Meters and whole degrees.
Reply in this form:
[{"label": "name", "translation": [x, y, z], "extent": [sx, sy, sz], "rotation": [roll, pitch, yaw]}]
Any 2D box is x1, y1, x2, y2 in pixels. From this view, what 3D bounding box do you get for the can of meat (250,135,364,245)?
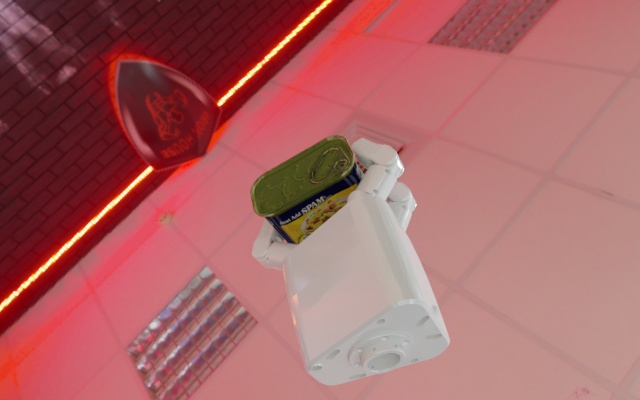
[{"label": "can of meat", "translation": [0.000, 0.002, 0.451], "extent": [0.102, 0.057, 0.084], "rotation": [-29, -48, 8]}]
